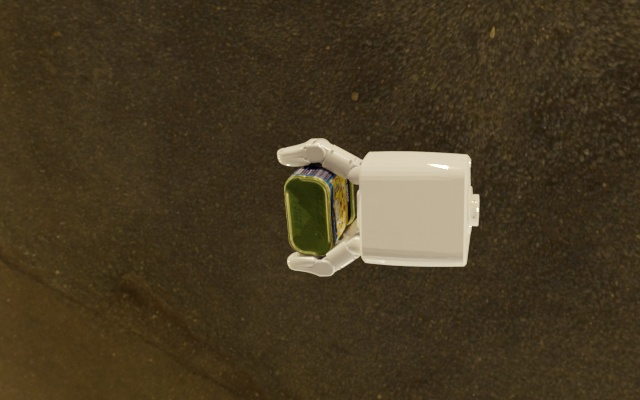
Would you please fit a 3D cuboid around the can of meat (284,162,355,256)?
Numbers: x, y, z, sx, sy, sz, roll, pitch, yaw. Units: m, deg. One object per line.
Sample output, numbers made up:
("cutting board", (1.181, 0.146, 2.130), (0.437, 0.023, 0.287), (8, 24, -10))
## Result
("can of meat", (0.000, 0.002, 0.548), (0.057, 0.102, 0.084), (5, 27, 19))
